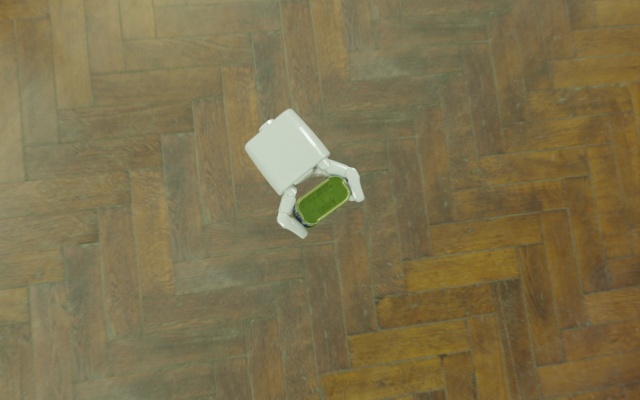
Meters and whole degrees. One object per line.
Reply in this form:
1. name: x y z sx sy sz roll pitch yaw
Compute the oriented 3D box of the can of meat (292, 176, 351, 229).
1. can of meat: 0.000 0.003 0.836 0.102 0.057 0.084 -36 -1 -9
